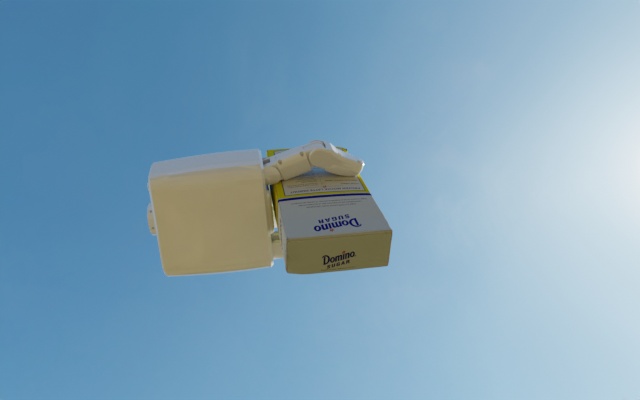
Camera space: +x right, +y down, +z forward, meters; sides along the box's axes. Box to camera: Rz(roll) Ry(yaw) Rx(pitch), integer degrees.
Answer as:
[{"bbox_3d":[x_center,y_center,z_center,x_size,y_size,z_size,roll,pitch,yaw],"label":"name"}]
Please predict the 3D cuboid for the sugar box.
[{"bbox_3d":[0.000,0.002,0.473,0.093,0.048,0.176,-4,33,-9],"label":"sugar box"}]
